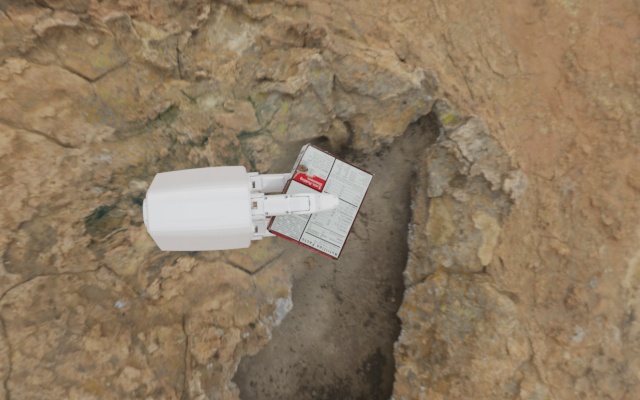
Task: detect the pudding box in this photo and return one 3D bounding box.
[{"bbox_3d":[0.000,0.002,0.559,0.090,0.113,0.039,25,-4,-9],"label":"pudding box"}]
